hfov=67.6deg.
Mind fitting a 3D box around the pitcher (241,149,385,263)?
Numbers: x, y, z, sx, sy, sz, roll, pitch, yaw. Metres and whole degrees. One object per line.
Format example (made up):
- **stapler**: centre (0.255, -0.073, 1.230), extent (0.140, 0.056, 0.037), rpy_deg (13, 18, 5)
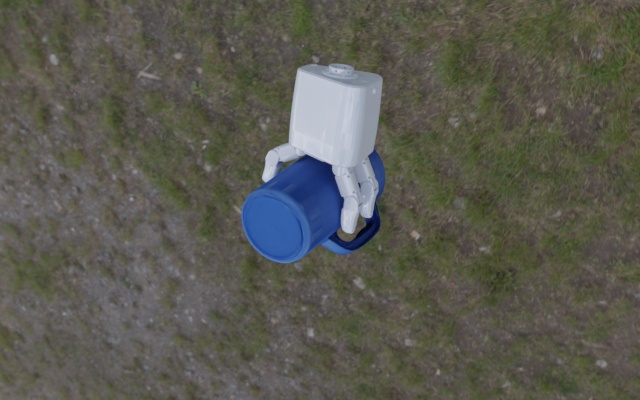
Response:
- **pitcher**: centre (0.000, 0.002, 0.711), extent (0.149, 0.145, 0.242), rpy_deg (19, 29, 22)
